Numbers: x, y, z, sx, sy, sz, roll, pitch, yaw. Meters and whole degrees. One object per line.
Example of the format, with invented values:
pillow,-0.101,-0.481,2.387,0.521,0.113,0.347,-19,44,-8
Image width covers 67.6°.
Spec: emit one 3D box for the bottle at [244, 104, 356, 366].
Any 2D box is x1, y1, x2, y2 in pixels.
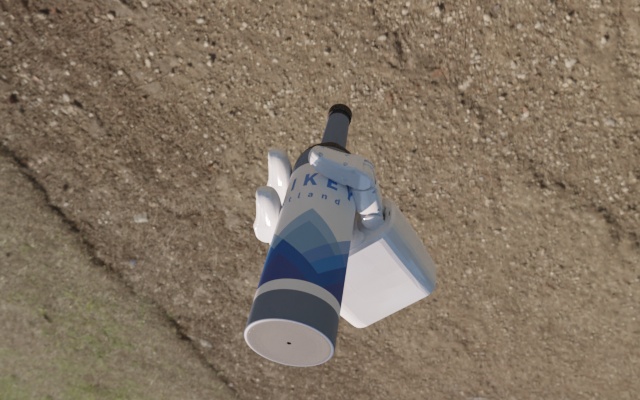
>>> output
bottle,0.000,0.002,0.445,0.069,0.069,0.295,0,44,12
